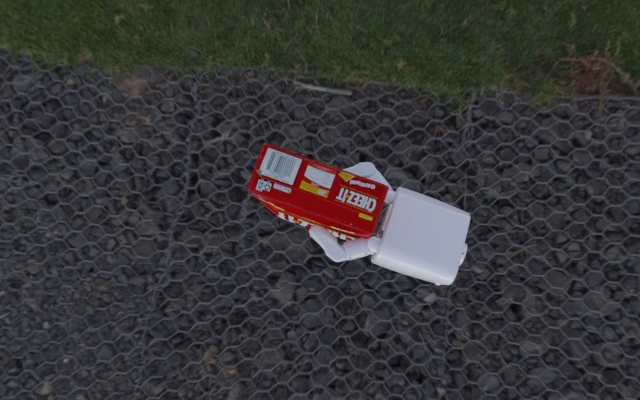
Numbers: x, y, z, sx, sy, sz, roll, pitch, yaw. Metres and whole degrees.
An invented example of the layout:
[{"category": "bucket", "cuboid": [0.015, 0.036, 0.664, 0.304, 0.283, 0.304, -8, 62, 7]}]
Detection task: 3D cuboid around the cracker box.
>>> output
[{"category": "cracker box", "cuboid": [0.000, 0.002, 0.671, 0.164, 0.072, 0.214, 19, -8, 5]}]
